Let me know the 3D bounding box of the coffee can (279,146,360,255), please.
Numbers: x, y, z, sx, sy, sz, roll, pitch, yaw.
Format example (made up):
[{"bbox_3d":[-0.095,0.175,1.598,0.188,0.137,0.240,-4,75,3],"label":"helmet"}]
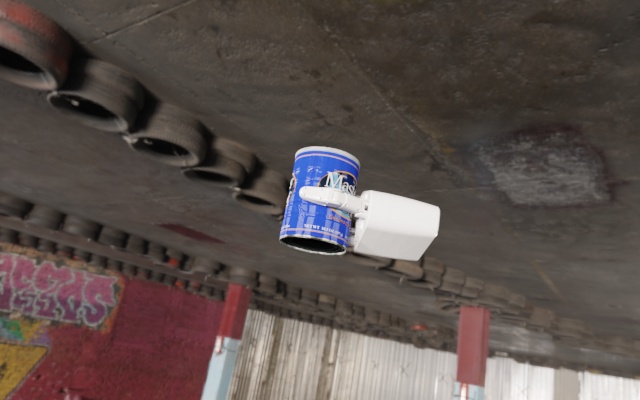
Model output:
[{"bbox_3d":[0.000,0.002,0.729,0.103,0.140,0.103,9,-17,3],"label":"coffee can"}]
